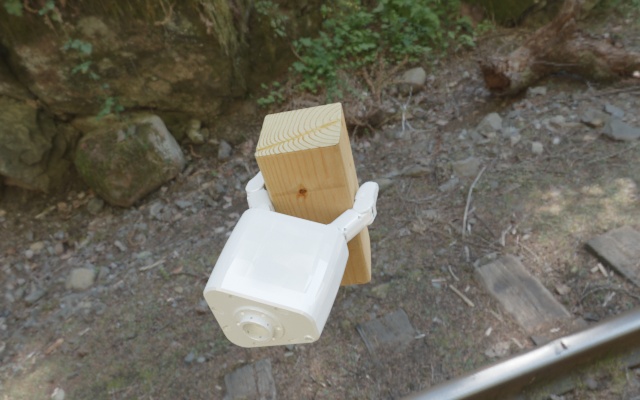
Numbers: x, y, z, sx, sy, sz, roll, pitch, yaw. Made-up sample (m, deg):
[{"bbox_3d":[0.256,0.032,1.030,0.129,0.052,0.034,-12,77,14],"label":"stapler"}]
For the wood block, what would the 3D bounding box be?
[{"bbox_3d":[0.000,0.002,0.571,0.091,0.206,0.090,-8,38,10],"label":"wood block"}]
